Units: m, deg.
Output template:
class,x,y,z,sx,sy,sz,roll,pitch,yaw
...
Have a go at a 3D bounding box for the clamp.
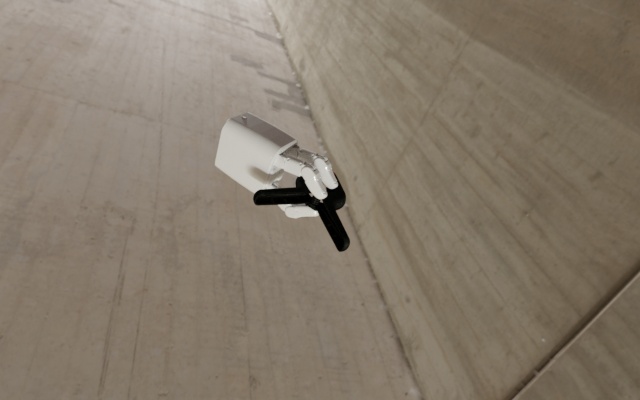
class,x,y,z,sx,sy,sz,roll,pitch,yaw
clamp,0.000,0.003,0.804,0.164,0.036,0.210,33,28,7
